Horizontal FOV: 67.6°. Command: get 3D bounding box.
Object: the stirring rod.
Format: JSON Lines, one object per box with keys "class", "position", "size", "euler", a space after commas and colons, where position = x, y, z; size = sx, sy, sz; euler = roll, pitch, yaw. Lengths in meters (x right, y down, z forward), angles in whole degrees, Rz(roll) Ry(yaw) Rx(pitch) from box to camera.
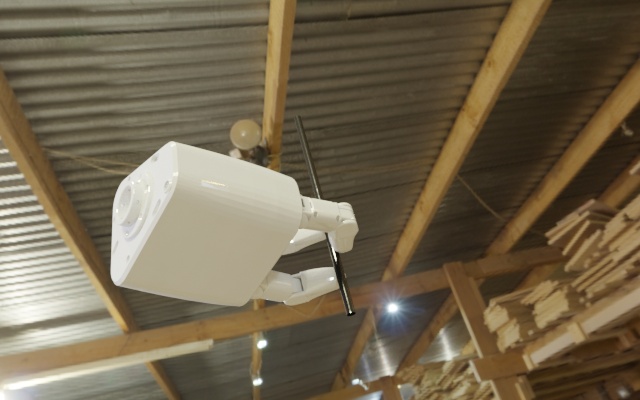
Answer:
{"class": "stirring rod", "position": [0.000, 0.002, 0.475], "size": [0.011, 0.239, 0.011], "euler": [-10, -35, -7]}
